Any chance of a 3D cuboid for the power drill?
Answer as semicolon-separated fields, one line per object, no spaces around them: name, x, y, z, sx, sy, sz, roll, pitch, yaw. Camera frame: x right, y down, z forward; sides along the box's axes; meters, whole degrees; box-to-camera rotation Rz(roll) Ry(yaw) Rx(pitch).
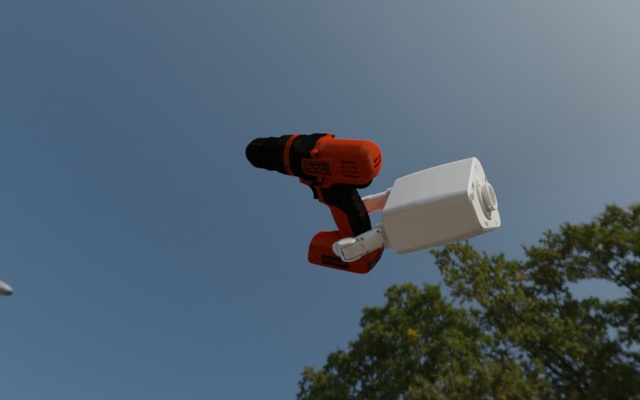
power drill;0.000;0.002;0.611;0.184;0.188;0.057;8;41;32
